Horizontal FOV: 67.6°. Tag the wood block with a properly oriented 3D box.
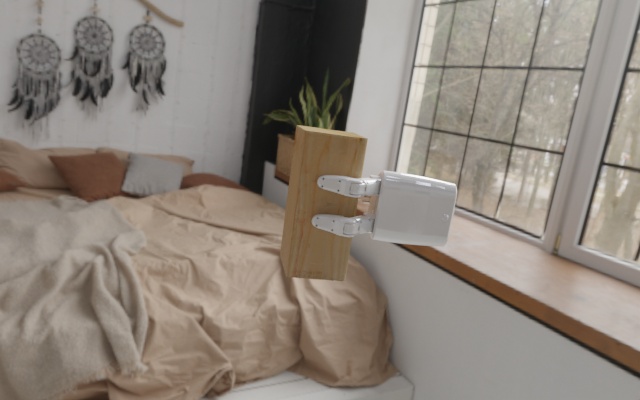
[{"bbox_3d":[0.000,0.002,0.696,0.090,0.206,0.090,6,12,-11],"label":"wood block"}]
